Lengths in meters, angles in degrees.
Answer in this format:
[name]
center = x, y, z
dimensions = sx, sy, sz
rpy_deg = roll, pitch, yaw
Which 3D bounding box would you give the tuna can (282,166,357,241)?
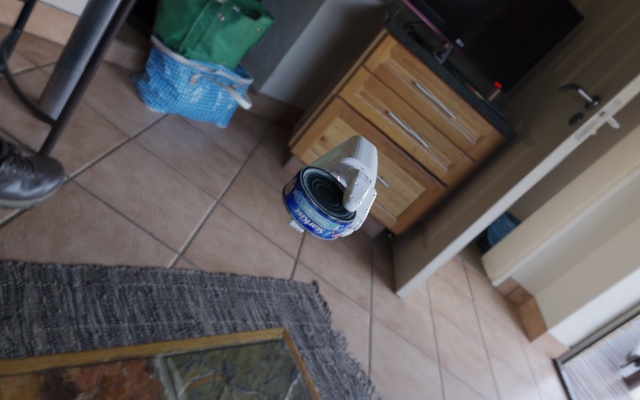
[tuna can]
center = 0.000, 0.001, 0.547
dimensions = 0.086, 0.086, 0.034
rpy_deg = 0, -39, -52
